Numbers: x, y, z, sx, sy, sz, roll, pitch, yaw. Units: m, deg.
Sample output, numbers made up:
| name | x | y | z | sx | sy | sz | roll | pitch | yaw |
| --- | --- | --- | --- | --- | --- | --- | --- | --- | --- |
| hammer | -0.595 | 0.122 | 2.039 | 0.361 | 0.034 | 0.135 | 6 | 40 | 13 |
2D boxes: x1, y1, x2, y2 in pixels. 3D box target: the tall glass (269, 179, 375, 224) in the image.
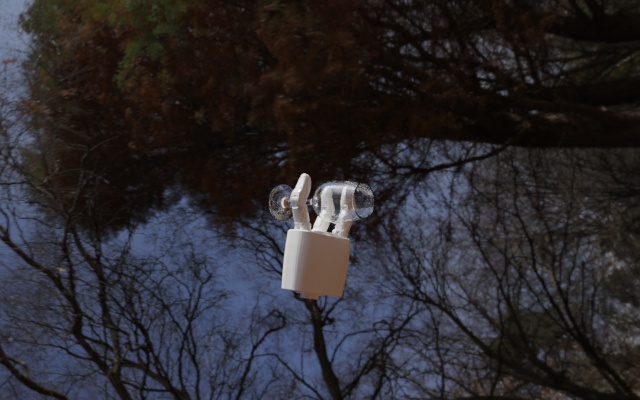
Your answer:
| name | x | y | z | sx | sy | sz | roll | pitch | yaw |
| --- | --- | --- | --- | --- | --- | --- | --- | --- | --- |
| tall glass | 0.000 | 0.003 | 0.870 | 0.201 | 0.079 | 0.079 | -2 | -2 | 42 |
